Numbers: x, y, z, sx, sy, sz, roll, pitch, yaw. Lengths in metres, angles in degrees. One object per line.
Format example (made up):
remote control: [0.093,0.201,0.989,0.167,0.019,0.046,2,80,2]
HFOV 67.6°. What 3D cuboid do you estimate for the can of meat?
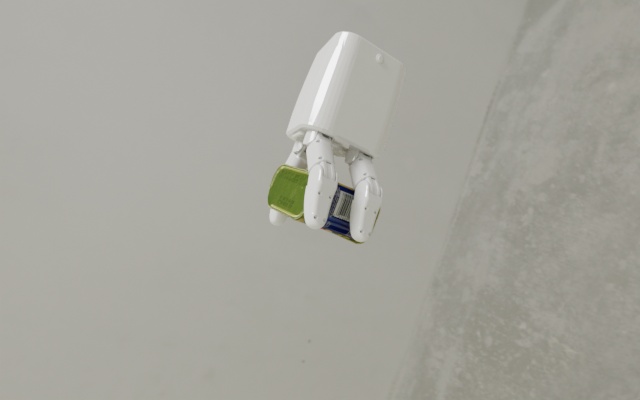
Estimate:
can of meat: [0.000,0.002,0.517,0.084,0.057,0.102,21,-1,-32]
